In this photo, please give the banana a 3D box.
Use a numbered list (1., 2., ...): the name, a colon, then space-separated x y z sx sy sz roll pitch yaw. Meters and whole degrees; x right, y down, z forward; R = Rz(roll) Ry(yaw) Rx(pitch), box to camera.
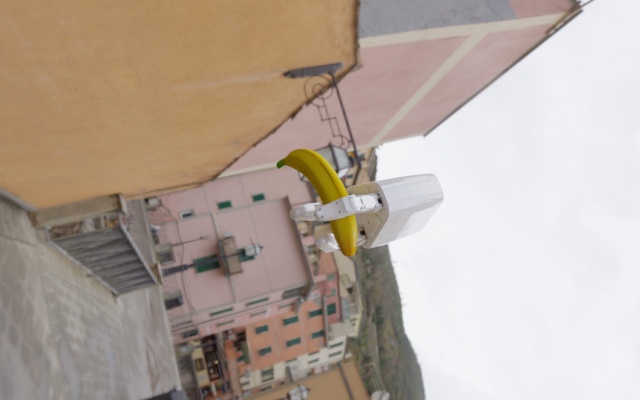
1. banana: 0.004 -0.013 0.674 0.037 0.070 0.197 -12 51 -35
